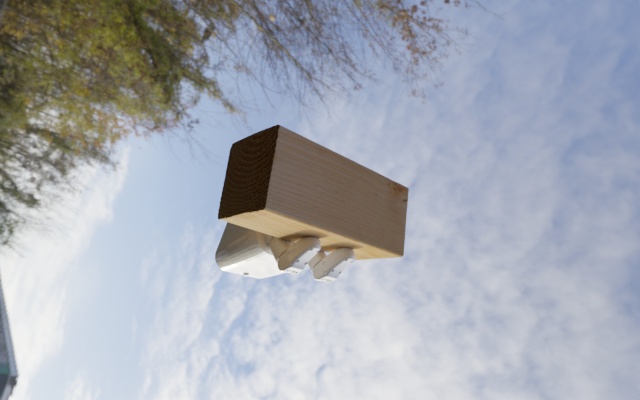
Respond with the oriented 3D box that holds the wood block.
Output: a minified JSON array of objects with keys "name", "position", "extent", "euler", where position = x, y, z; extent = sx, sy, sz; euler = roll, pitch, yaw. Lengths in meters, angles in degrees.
[{"name":"wood block","position":[0.000,0.002,0.548],"extent":[0.206,0.090,0.090],"euler":[21,-22,-39]}]
